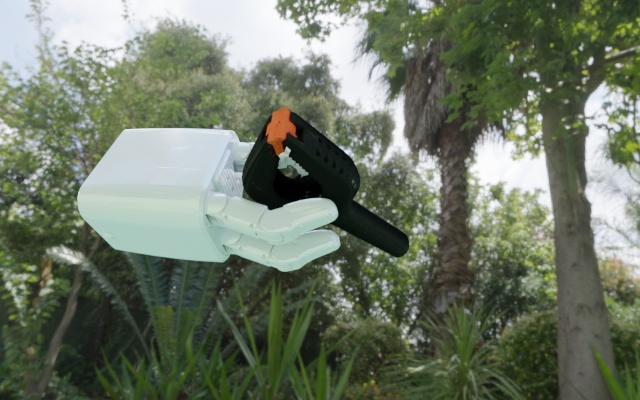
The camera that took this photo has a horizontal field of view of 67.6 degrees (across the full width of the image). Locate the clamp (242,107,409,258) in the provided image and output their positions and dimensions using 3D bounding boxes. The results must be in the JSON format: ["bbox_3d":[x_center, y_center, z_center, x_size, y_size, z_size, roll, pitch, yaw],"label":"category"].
[{"bbox_3d":[0.000,0.000,0.410,0.164,0.036,0.210,2,-30,5],"label":"clamp"}]
